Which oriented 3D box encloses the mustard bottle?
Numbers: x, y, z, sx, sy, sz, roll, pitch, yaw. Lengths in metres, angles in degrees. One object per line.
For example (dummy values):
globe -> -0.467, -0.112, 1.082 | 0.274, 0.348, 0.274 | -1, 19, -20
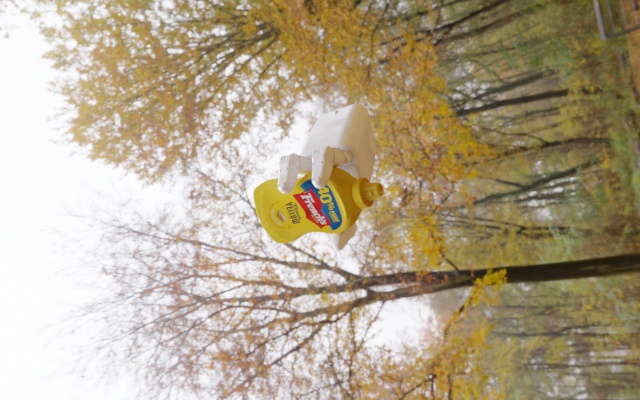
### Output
mustard bottle -> 0.000, 0.002, 0.672 | 0.191, 0.096, 0.058 | -12, 16, 32
